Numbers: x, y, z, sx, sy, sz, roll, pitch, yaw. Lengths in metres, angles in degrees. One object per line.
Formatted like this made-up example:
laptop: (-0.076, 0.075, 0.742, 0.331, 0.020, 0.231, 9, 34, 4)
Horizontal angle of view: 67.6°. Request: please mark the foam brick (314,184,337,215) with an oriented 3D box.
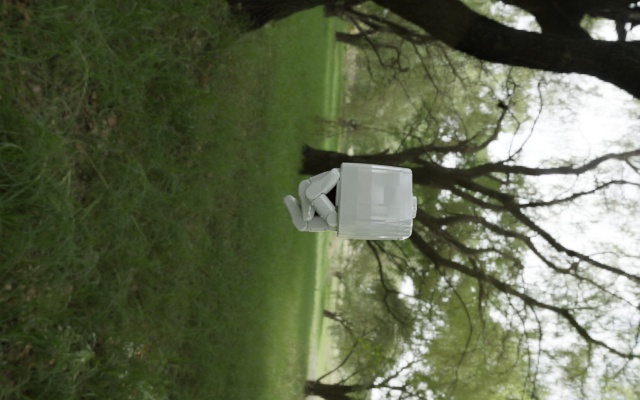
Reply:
foam brick: (0.000, 0.002, 0.768, 0.051, 0.053, 0.078, 3, -8, 2)
